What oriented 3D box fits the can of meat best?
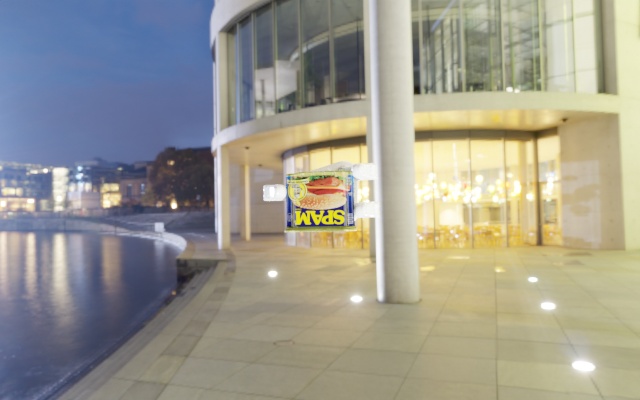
[{"bbox_3d":[0.000,0.002,0.679,0.102,0.084,0.057,-1,-2,6],"label":"can of meat"}]
